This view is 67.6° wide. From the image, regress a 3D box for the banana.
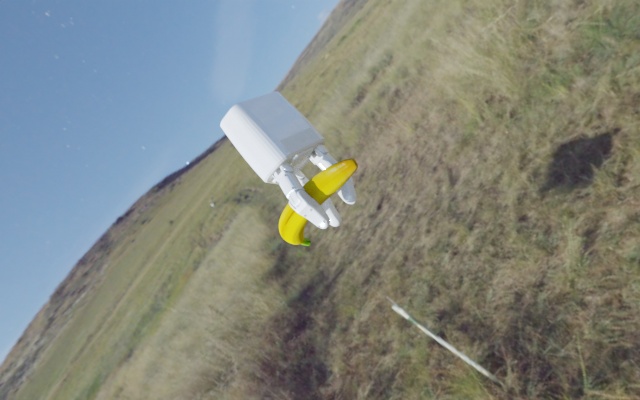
[{"bbox_3d":[-0.016,0.009,0.670,0.069,0.037,0.198,-17,-27,-35],"label":"banana"}]
